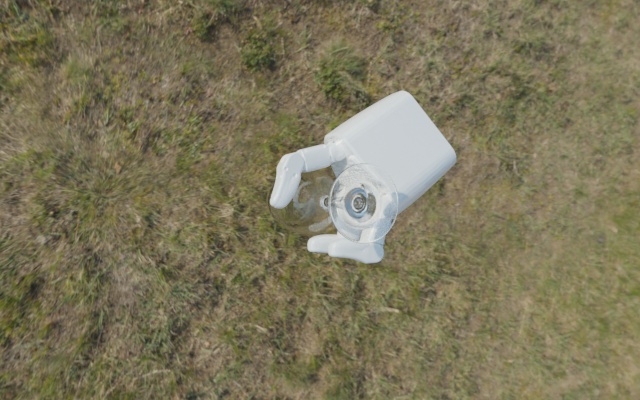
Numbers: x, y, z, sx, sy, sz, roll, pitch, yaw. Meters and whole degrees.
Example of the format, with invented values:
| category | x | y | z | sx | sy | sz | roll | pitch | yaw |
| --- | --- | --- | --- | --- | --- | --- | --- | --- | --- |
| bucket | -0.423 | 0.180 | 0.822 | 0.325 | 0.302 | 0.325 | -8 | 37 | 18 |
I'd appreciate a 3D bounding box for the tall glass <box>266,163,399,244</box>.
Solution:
| category | x | y | z | sx | sy | sz | roll | pitch | yaw |
| --- | --- | --- | --- | --- | --- | --- | --- | --- | --- |
| tall glass | 0.000 | 0.002 | 0.529 | 0.079 | 0.079 | 0.201 | 0 | 0 | -25 |
